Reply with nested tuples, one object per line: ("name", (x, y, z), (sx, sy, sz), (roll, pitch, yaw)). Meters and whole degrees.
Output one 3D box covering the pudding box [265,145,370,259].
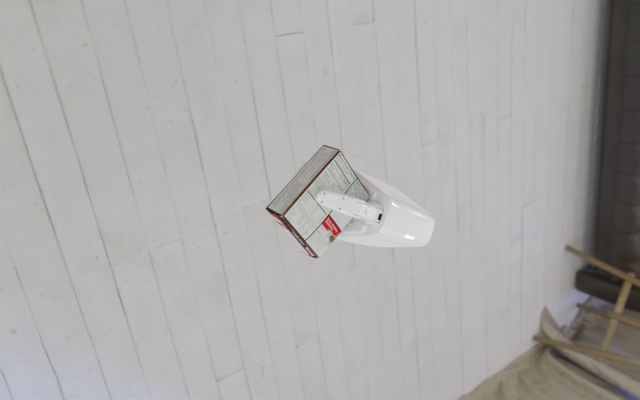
("pudding box", (0.000, 0.002, 0.591), (0.039, 0.113, 0.090), (19, -27, 49))
